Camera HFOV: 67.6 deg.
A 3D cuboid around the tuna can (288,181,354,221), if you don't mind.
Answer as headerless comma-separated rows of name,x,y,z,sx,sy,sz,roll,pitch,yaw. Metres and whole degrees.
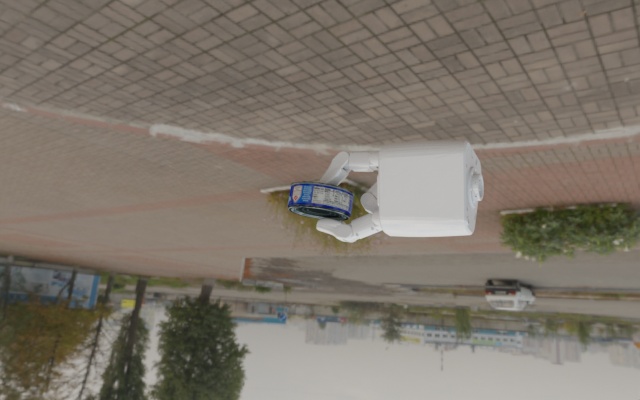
tuna can,0.000,0.003,0.632,0.086,0.033,0.086,9,-11,2
